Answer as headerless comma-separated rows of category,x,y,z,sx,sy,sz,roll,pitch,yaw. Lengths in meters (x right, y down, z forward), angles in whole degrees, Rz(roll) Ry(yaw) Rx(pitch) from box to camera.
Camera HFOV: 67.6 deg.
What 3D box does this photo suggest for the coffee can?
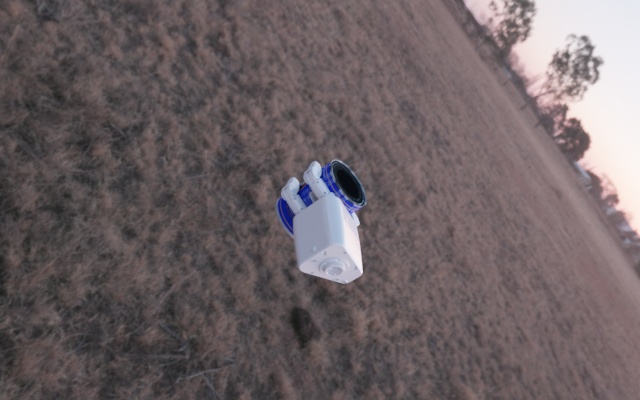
coffee can,0.000,0.003,0.895,0.140,0.102,0.103,-35,-17,25
